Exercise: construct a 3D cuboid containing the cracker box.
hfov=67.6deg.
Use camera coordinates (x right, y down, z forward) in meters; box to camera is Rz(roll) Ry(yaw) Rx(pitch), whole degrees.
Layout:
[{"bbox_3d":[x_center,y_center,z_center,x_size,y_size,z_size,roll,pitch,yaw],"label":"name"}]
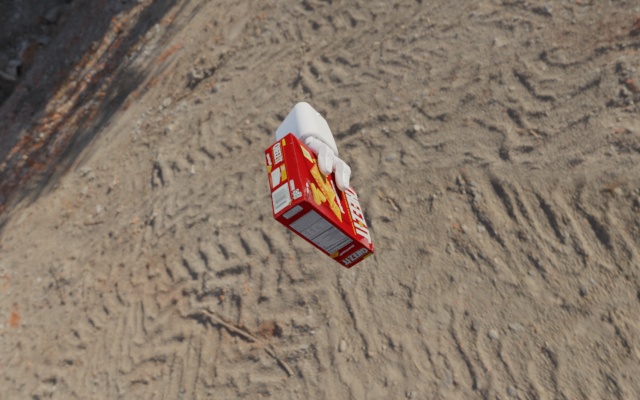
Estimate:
[{"bbox_3d":[0.000,0.003,0.852,0.072,0.164,0.214,-33,-45,21],"label":"cracker box"}]
